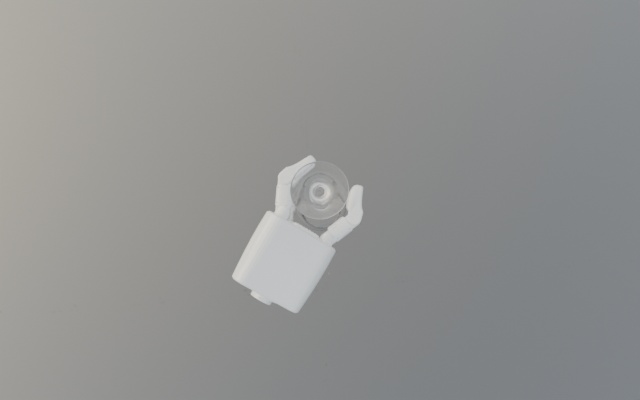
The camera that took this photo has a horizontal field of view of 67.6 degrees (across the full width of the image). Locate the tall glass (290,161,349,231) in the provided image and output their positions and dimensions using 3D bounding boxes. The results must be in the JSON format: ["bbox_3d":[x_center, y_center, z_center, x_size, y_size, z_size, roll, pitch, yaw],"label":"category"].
[{"bbox_3d":[0.000,0.002,0.696,0.079,0.079,0.201,0,-9,1],"label":"tall glass"}]
